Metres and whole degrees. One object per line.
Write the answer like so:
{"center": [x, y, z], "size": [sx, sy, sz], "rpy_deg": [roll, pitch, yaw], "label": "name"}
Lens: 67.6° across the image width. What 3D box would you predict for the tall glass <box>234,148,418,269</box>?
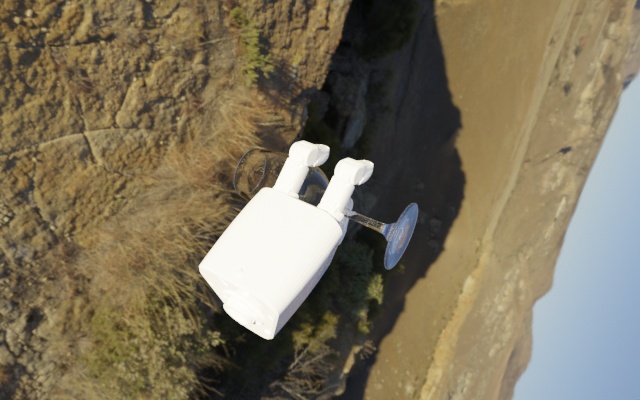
{"center": [0.001, 0.002, 0.530], "size": [0.201, 0.079, 0.079], "rpy_deg": [23, 10, 24], "label": "tall glass"}
